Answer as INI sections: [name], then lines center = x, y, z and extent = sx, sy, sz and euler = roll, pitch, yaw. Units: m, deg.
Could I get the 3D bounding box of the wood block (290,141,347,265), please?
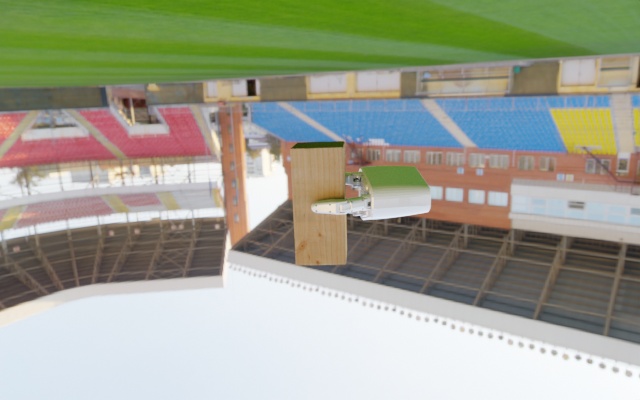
[wood block]
center = 0.001, 0.003, 0.850
extent = 0.090, 0.206, 0.091
euler = -1, 13, 5
